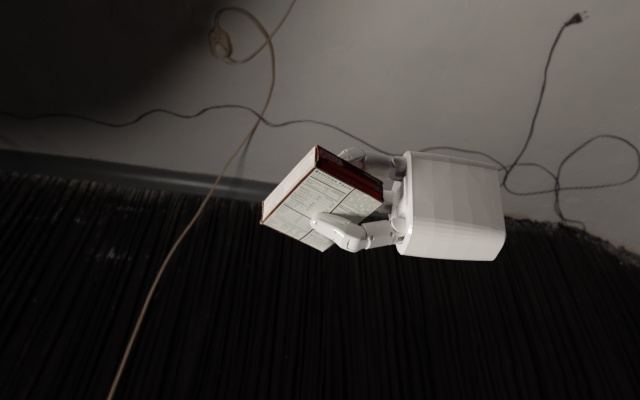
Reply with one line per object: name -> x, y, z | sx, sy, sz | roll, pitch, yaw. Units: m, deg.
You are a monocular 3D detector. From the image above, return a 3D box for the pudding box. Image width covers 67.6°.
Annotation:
pudding box -> 0.000, 0.002, 0.522 | 0.090, 0.039, 0.113 | 28, -50, -23
